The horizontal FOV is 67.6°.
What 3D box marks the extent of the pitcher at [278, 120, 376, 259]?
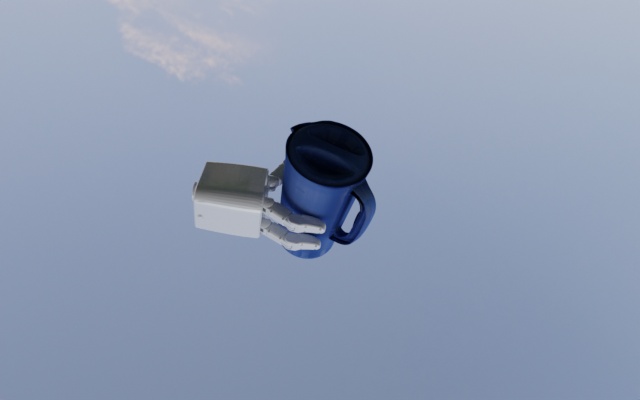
[{"bbox_3d":[0.000,0.003,0.792,0.145,0.149,0.243,9,-38,-6],"label":"pitcher"}]
